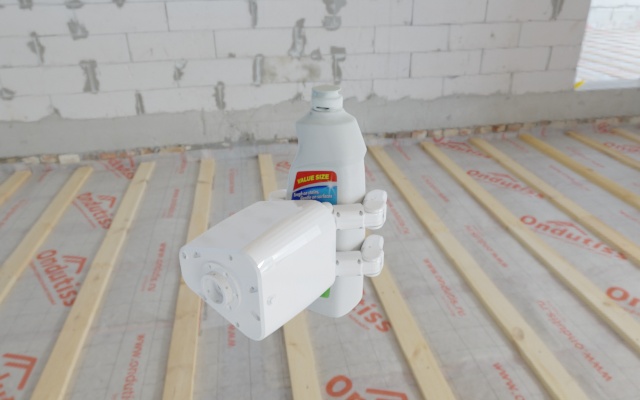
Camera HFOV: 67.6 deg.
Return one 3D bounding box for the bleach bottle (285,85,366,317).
[{"bbox_3d":[0.000,0.002,0.521,0.102,0.251,0.068,17,31,32],"label":"bleach bottle"}]
